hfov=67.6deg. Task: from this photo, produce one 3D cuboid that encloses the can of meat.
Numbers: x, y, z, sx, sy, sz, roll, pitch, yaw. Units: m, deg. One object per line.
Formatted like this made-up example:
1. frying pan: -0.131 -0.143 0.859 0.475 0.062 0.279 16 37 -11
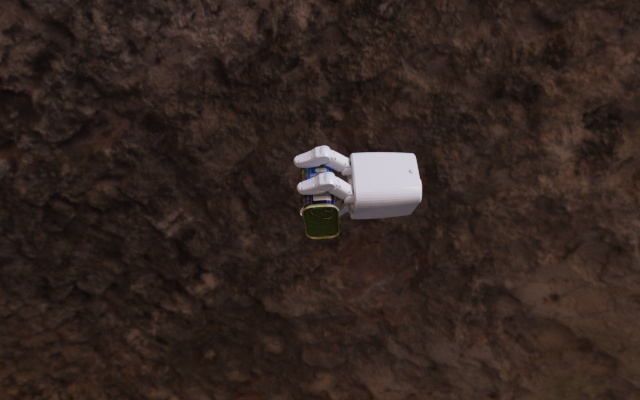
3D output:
1. can of meat: 0.000 0.002 0.784 0.057 0.084 0.102 -4 -33 2
